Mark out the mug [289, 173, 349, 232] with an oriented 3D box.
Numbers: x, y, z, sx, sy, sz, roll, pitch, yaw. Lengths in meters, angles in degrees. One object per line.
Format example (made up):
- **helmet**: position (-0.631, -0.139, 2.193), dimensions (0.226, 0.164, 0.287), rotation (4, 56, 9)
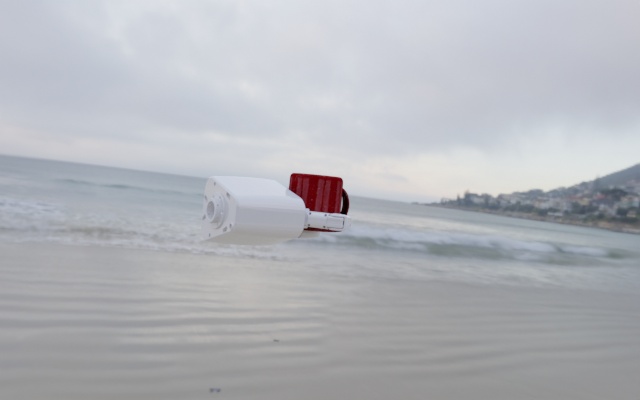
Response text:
- **mug**: position (0.001, 0.002, 0.732), dimensions (0.117, 0.081, 0.093), rotation (4, 2, -39)
